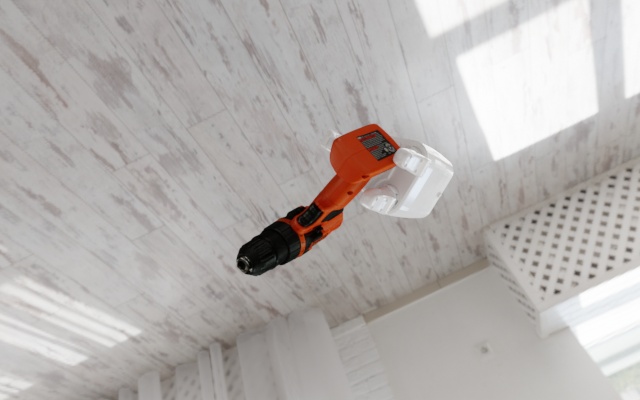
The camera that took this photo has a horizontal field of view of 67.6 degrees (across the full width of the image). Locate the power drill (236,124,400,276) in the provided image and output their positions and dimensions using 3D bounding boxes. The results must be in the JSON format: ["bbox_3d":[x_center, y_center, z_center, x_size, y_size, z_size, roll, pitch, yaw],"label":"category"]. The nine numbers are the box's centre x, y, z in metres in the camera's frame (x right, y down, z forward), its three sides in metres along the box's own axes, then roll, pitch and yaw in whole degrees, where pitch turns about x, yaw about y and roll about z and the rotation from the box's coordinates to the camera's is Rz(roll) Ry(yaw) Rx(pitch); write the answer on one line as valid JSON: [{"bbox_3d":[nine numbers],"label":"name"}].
[{"bbox_3d":[0.001,0.001,0.549,0.184,0.057,0.188,-31,-13,-51],"label":"power drill"}]
